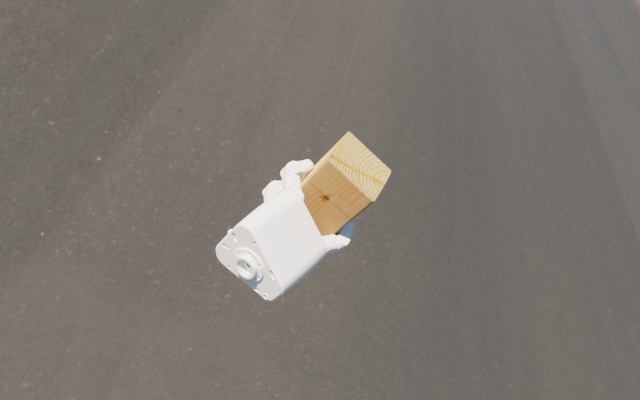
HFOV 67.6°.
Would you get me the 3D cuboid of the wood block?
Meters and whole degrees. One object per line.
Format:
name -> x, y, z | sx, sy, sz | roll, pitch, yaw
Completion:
wood block -> 0.000, 0.003, 0.743 | 0.206, 0.091, 0.090 | -42, 8, 41
